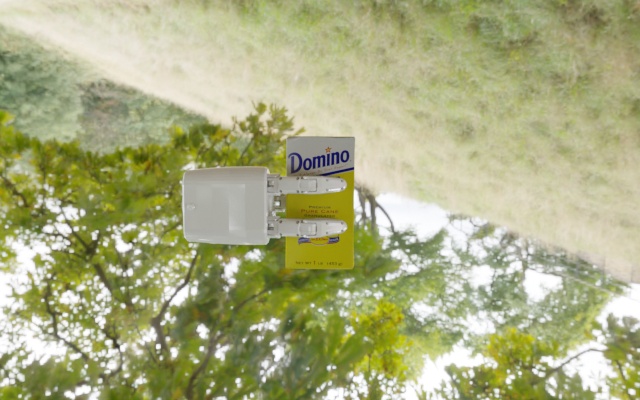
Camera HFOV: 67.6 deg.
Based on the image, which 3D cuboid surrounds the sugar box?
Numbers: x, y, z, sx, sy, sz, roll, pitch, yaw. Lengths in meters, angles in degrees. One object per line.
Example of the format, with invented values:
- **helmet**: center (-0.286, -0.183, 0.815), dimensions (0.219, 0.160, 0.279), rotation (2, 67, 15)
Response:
- **sugar box**: center (0.000, 0.002, 0.645), dimensions (0.093, 0.176, 0.048), rotation (0, 5, 1)
